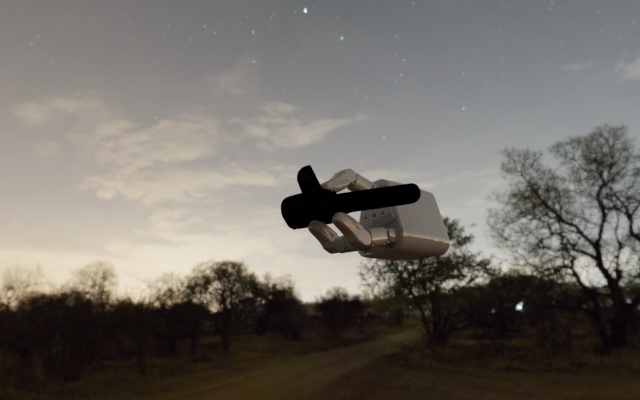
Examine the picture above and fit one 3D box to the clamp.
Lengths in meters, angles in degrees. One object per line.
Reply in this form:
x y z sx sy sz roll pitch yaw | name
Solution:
0.000 0.001 0.623 0.164 0.036 0.210 12 -20 -34 | clamp
